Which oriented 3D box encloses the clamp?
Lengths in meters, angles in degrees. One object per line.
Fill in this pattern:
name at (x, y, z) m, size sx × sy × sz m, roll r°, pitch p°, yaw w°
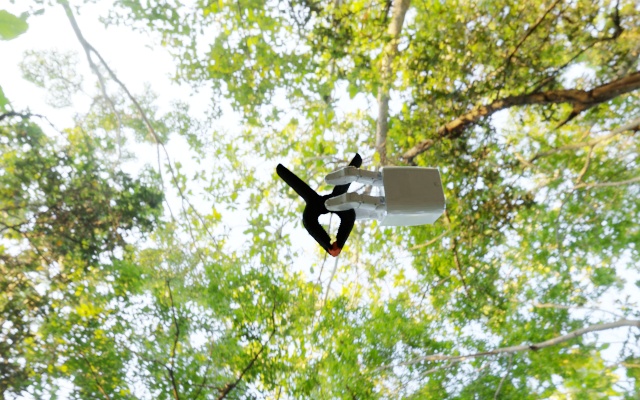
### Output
clamp at (0.000, 0.004, 0.859) m, size 0.164 × 0.209 × 0.036 m, roll -2°, pitch -32°, yaw 1°
